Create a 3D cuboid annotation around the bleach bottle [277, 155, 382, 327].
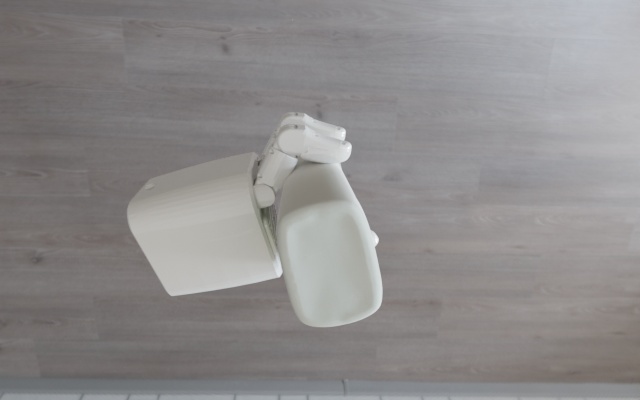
[{"bbox_3d":[0.000,0.001,0.444,0.068,0.103,0.250,-12,21,1],"label":"bleach bottle"}]
